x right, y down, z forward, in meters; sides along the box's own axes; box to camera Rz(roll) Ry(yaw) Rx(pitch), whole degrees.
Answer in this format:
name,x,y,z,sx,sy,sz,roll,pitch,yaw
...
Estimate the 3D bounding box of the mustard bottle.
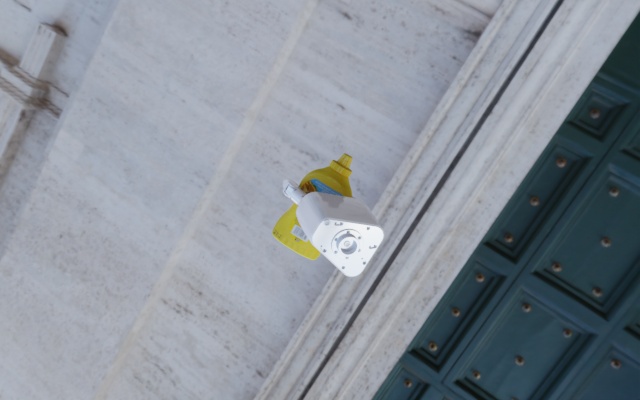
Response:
name,x,y,z,sx,sy,sz,roll,pitch,yaw
mustard bottle,0.000,0.003,0.841,0.096,0.192,0.058,32,12,3
